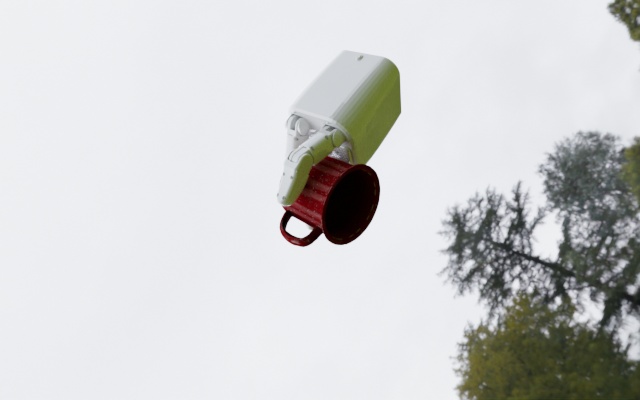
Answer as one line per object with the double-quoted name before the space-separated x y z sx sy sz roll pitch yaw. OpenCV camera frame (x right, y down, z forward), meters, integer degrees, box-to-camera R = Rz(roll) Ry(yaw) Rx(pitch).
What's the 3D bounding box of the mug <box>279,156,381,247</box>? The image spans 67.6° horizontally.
"mug" -0.001 0.003 0.536 0.081 0.117 0.093 25 -20 40
